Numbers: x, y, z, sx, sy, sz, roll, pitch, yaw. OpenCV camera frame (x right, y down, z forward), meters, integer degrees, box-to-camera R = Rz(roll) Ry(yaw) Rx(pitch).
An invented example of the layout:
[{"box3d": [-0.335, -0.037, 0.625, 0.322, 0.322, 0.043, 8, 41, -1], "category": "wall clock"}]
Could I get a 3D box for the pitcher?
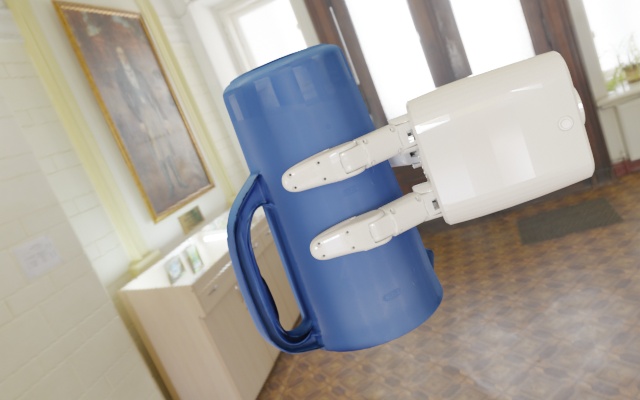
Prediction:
[{"box3d": [0.000, 0.001, 0.416, 0.145, 0.243, 0.149, -18, 12, 18], "category": "pitcher"}]
